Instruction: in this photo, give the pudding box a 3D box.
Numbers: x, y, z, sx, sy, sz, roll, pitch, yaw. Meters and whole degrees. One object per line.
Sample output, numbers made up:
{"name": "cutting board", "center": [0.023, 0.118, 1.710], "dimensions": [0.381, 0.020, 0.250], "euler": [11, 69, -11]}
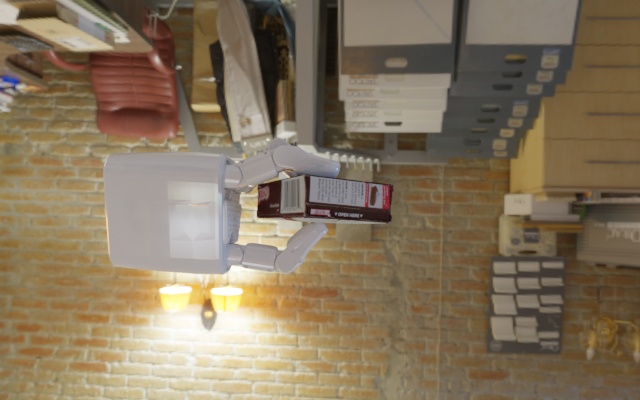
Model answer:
{"name": "pudding box", "center": [0.000, 0.002, 0.451], "dimensions": [0.090, 0.039, 0.113], "euler": [4, -3, -27]}
